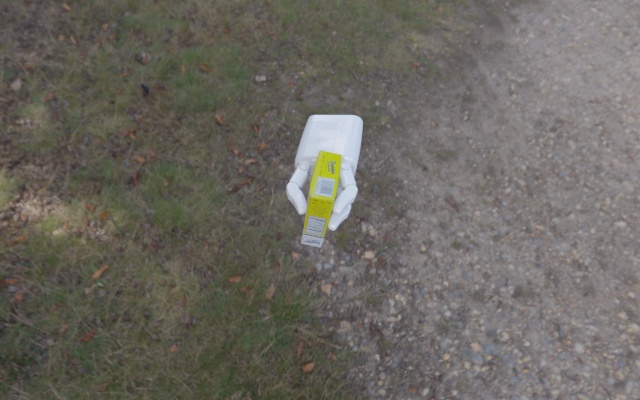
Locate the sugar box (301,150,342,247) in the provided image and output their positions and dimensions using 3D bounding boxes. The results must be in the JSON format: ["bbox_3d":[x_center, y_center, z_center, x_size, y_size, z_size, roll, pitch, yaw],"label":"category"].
[{"bbox_3d":[0.001,0.003,0.836,0.048,0.093,0.176,11,-31,2],"label":"sugar box"}]
